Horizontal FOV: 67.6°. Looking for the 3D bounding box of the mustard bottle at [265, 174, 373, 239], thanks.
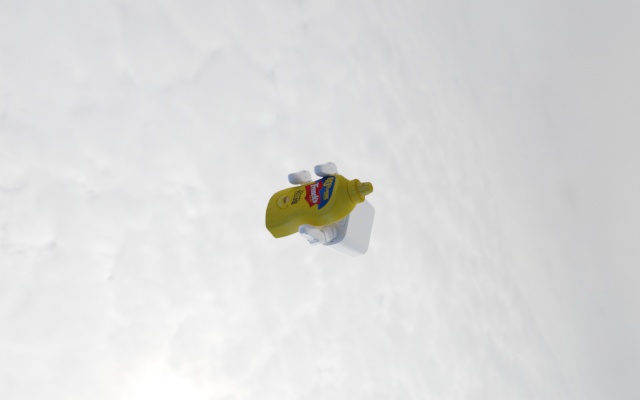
[{"bbox_3d":[0.000,0.003,0.809,0.191,0.058,0.096,-16,38,27],"label":"mustard bottle"}]
